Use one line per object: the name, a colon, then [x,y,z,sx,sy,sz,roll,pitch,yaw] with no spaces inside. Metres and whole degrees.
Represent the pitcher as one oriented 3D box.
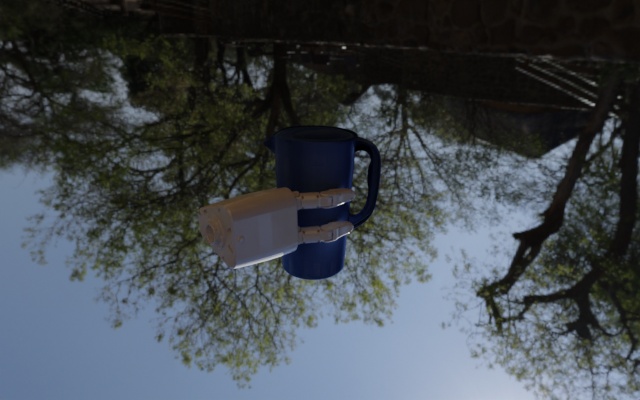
pitcher: [0.000,0.003,0.783,0.145,0.243,0.149,-14,24,-36]
